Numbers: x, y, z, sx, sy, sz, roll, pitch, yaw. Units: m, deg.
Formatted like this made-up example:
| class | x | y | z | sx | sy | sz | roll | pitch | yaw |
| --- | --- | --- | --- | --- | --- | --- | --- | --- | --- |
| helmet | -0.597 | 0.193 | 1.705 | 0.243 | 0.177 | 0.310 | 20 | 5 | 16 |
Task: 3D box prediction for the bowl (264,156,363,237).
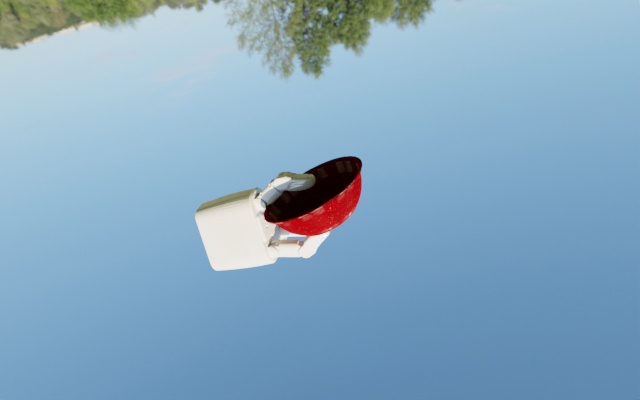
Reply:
| class | x | y | z | sx | sy | sz | roll | pitch | yaw |
| --- | --- | --- | --- | --- | --- | --- | --- | --- | --- |
| bowl | 0.001 | 0.002 | 0.691 | 0.162 | 0.055 | 0.162 | -27 | 21 | 12 |
